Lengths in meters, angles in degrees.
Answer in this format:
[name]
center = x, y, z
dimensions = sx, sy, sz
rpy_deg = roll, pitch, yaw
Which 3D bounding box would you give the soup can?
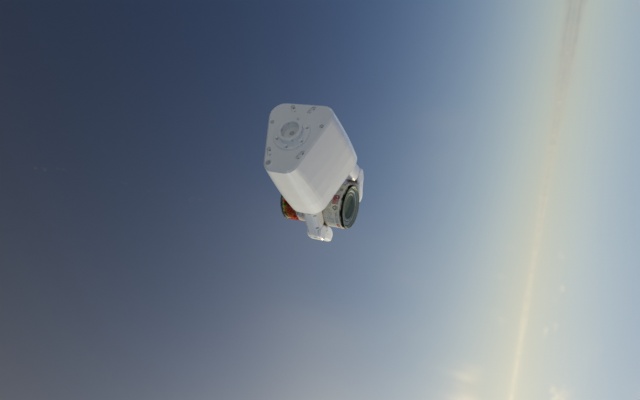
[soup can]
center = 0.001, 0.003, 0.723
dimensions = 0.102, 0.068, 0.068
rpy_deg = 9, 4, 25
